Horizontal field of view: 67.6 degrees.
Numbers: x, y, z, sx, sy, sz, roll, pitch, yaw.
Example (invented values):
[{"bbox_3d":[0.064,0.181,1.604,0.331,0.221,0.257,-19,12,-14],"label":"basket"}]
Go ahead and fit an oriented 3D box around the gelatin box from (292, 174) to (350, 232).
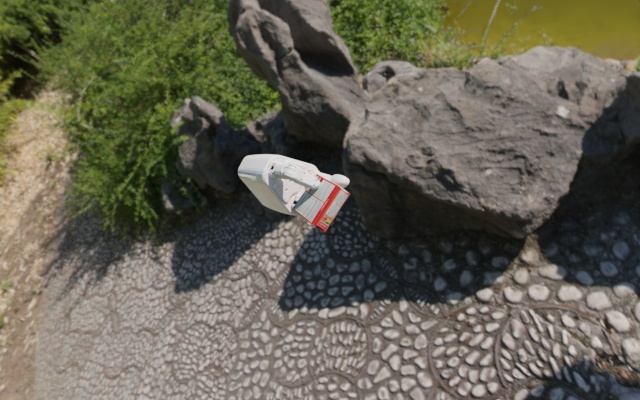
[{"bbox_3d":[0.000,0.002,0.774,0.030,0.073,0.089,34,-1,-29],"label":"gelatin box"}]
